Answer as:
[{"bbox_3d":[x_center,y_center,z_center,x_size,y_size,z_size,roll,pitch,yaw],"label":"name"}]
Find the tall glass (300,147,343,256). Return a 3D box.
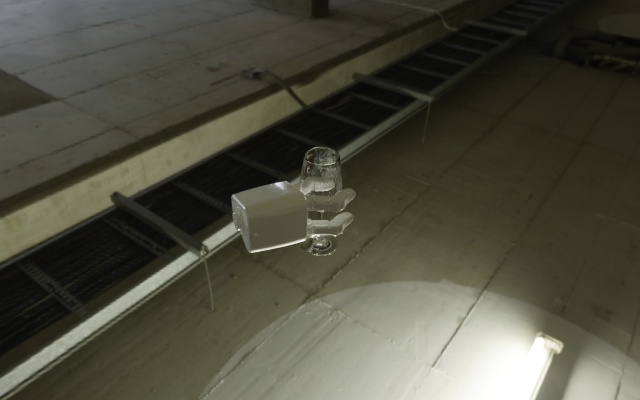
[{"bbox_3d":[0.000,0.003,0.880,0.079,0.201,0.079,2,36,-1],"label":"tall glass"}]
